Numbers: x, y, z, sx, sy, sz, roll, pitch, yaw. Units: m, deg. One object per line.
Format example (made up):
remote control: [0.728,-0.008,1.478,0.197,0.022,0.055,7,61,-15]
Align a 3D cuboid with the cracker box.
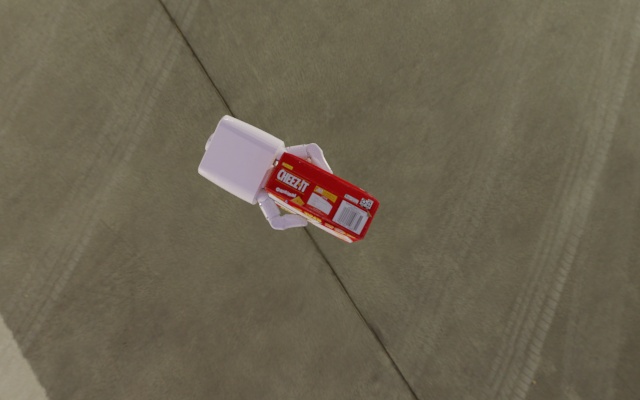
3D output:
cracker box: [0.000,0.003,0.796,0.164,0.072,0.214,28,-6,1]
